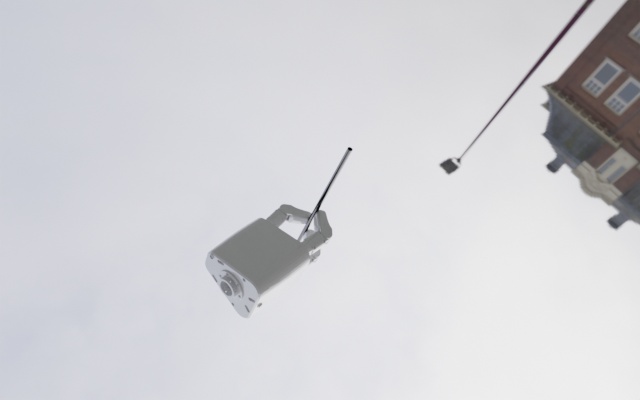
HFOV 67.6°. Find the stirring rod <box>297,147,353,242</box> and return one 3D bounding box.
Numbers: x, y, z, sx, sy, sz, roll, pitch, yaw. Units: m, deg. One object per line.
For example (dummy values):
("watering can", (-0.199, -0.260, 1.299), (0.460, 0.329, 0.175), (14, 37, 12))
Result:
("stirring rod", (0.000, 0.002, 0.750), (0.011, 0.011, 0.240), (0, -38, -26))
